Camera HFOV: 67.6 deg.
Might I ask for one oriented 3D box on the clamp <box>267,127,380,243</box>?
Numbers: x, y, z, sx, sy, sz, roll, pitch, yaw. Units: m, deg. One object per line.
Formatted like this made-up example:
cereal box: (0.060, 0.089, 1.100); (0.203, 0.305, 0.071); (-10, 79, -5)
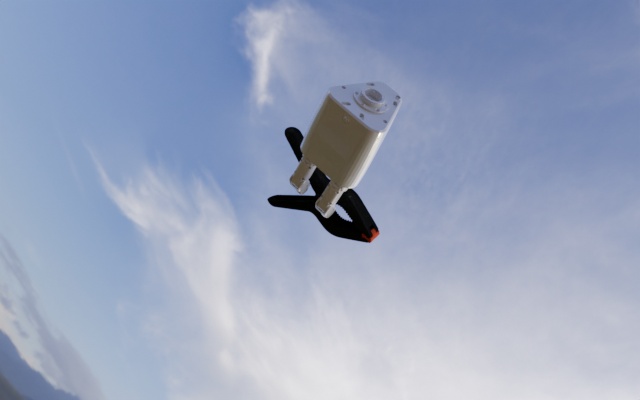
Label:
clamp: (0.001, 0.002, 0.764); (0.036, 0.210, 0.165); (-37, -17, -42)
